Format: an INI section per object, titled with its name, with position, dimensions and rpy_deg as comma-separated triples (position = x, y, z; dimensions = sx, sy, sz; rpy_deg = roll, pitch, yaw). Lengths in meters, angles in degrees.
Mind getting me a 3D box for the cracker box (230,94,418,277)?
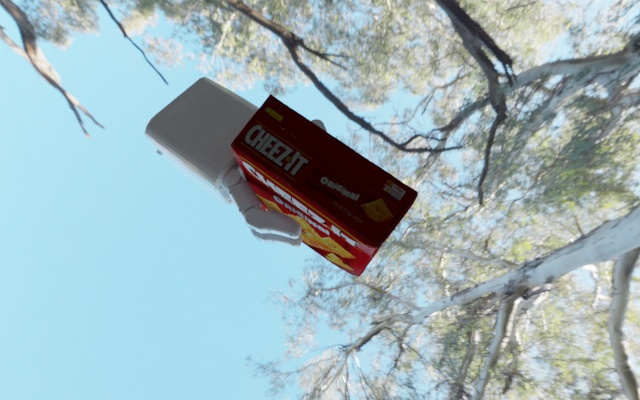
[cracker box]
position = 0.000, 0.002, 0.516
dimensions = 0.164, 0.072, 0.214
rpy_deg = 34, -13, 9
